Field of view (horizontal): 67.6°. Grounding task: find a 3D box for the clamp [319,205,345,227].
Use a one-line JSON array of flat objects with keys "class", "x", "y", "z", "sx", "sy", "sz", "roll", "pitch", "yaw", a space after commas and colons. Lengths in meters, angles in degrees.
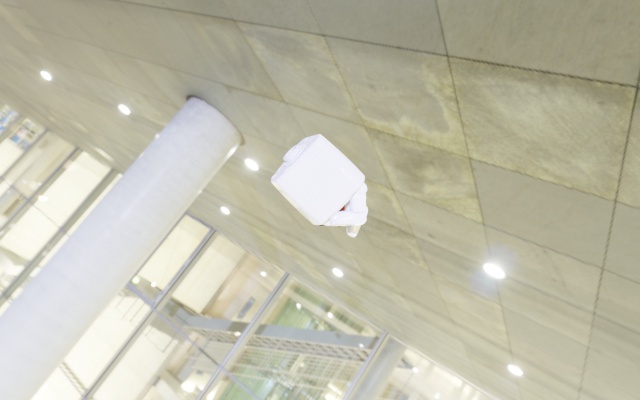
[{"class": "clamp", "x": 0.000, "y": 0.003, "z": 0.895, "sx": 0.120, "sy": 0.039, "sz": 0.171, "roll": 46, "pitch": -18, "yaw": -16}]
